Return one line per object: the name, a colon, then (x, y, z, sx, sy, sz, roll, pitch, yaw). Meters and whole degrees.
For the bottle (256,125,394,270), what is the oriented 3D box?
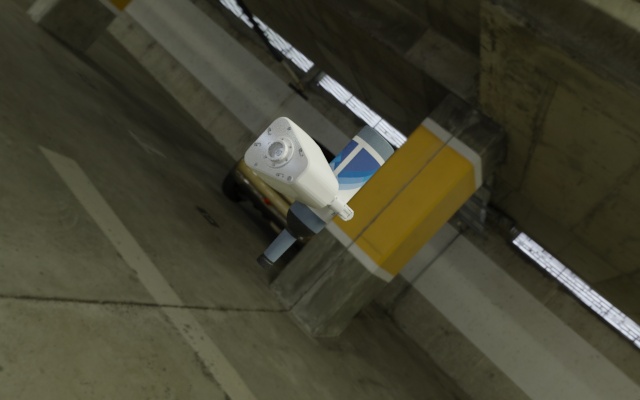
bottle: (0.000, 0.003, 0.813, 0.069, 0.296, 0.069, 43, 2, -2)
